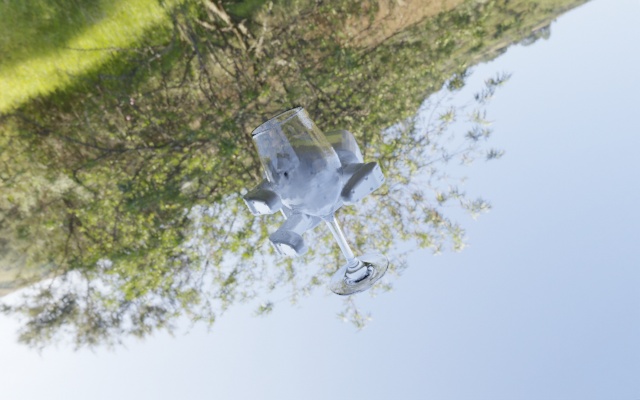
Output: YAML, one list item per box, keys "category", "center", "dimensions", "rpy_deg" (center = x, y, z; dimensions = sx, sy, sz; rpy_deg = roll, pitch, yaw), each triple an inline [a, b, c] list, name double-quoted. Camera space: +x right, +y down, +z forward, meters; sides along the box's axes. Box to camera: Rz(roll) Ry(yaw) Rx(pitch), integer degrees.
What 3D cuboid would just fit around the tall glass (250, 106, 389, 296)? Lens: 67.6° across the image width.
- category: "tall glass"
  center: [0.000, 0.002, 0.514]
  dimensions: [0.079, 0.201, 0.079]
  rpy_deg: [-25, 20, 10]
